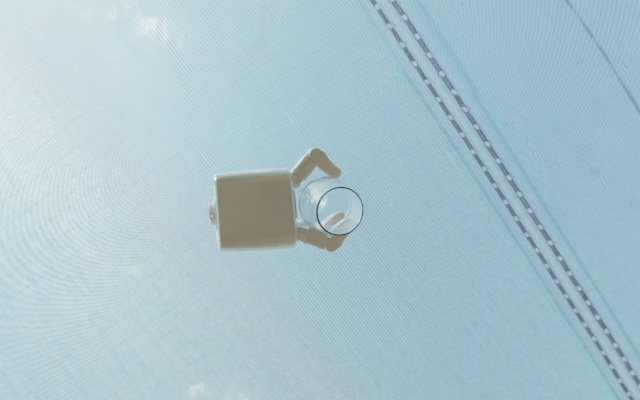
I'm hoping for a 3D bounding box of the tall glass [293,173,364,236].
[{"bbox_3d":[0.000,0.002,0.686,0.079,0.079,0.201,0,6,-15],"label":"tall glass"}]
